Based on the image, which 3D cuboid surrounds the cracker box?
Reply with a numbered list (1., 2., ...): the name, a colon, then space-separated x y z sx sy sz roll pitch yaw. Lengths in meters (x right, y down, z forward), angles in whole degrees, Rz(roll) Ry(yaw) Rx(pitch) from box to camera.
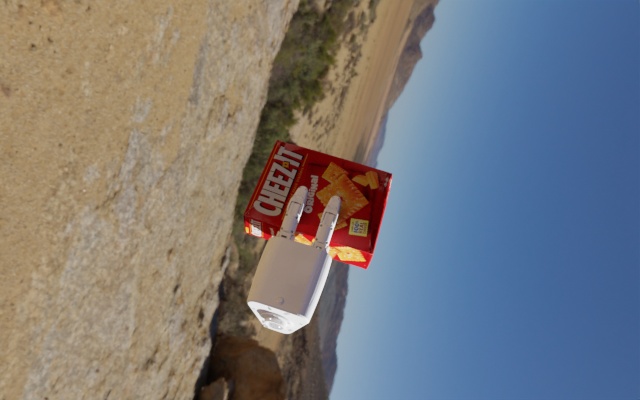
1. cracker box: 0.000 0.003 0.802 0.213 0.164 0.072 17 -31 4
